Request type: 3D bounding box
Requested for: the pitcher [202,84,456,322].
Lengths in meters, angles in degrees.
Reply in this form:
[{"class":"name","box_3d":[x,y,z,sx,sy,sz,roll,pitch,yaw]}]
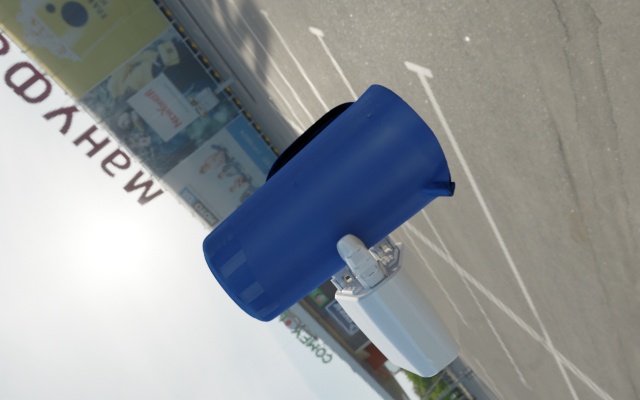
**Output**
[{"class":"pitcher","box_3d":[0.000,0.002,0.491,0.243,0.145,0.149,-39,3,-2]}]
